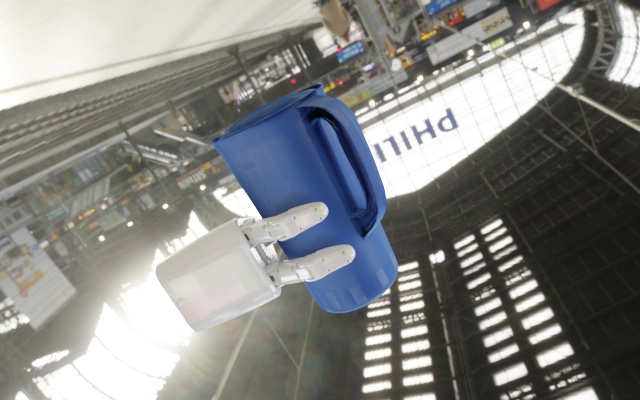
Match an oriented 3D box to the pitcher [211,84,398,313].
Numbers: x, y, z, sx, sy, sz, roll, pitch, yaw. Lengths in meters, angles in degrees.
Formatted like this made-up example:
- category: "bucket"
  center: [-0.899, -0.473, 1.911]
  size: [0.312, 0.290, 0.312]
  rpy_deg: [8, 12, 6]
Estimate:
- category: "pitcher"
  center: [0.000, 0.002, 0.533]
  size: [0.145, 0.243, 0.149]
  rpy_deg: [-27, 16, 5]
